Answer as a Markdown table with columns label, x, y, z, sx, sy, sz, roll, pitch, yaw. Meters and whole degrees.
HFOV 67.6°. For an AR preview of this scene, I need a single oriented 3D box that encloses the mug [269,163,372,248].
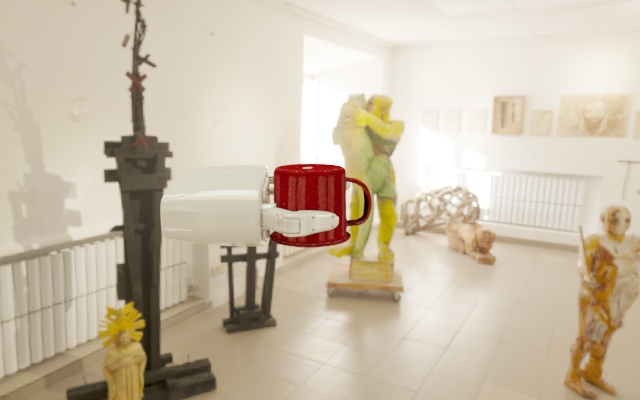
| label | x | y | z | sx | sy | sz | roll | pitch | yaw |
| --- | --- | --- | --- | --- | --- | --- | --- | --- | --- |
| mug | 0.002 | 0.002 | 0.540 | 0.117 | 0.081 | 0.093 | -1 | 10 | -2 |
